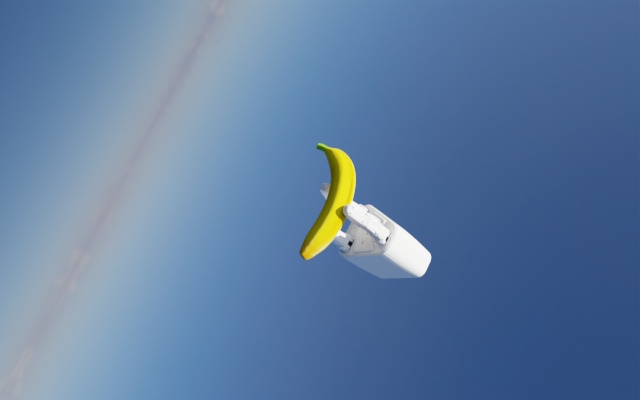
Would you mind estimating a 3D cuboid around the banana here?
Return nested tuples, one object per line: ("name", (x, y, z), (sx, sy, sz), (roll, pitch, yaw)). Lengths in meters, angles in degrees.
("banana", (0.017, -0.003, 0.716), (0.069, 0.197, 0.037), (-9, -33, 30))
